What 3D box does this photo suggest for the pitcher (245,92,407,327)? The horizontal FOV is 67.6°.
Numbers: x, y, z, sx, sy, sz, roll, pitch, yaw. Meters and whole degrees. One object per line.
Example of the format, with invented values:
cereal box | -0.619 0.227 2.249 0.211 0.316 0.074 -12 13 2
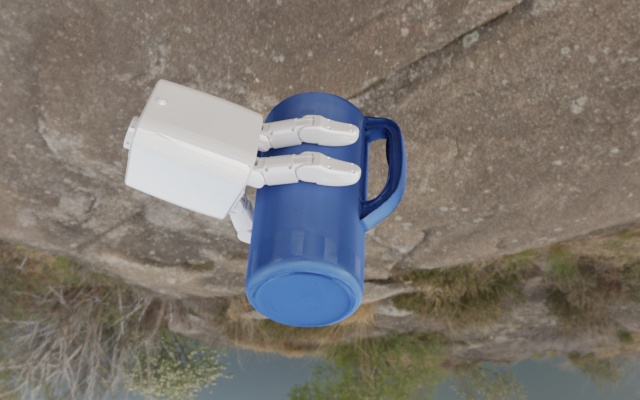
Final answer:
pitcher | 0.000 0.002 0.507 0.145 0.242 0.149 20 -46 -17
